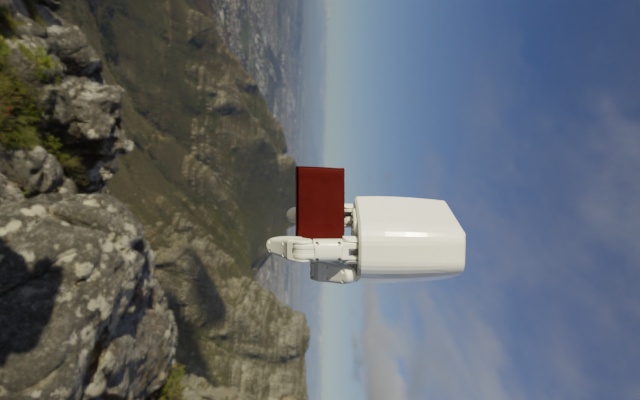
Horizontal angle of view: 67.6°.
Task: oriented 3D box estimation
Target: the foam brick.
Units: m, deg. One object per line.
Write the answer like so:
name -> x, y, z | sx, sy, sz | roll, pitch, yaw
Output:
foam brick -> 0.000, 0.001, 0.518 | 0.051, 0.078, 0.053 | 0, 5, 2
